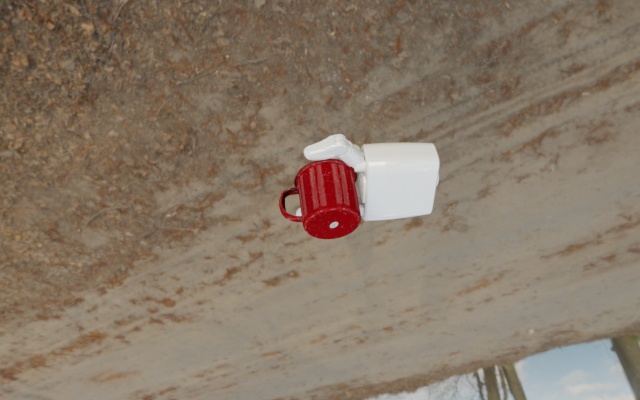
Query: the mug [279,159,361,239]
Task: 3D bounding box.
[{"bbox_3d":[-0.001,0.002,0.673,0.117,0.081,0.093,-4,-36,-5],"label":"mug"}]
